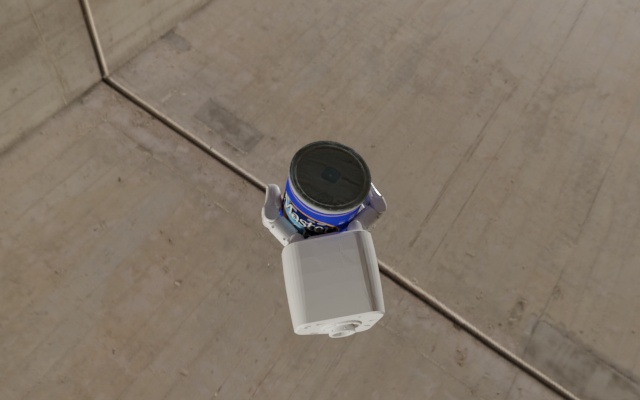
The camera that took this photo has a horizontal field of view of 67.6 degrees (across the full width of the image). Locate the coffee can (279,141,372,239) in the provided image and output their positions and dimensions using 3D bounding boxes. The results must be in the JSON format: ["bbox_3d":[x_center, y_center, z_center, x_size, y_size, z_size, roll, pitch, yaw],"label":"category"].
[{"bbox_3d":[0.000,0.002,0.638,0.103,0.102,0.140,0,-29,-12],"label":"coffee can"}]
